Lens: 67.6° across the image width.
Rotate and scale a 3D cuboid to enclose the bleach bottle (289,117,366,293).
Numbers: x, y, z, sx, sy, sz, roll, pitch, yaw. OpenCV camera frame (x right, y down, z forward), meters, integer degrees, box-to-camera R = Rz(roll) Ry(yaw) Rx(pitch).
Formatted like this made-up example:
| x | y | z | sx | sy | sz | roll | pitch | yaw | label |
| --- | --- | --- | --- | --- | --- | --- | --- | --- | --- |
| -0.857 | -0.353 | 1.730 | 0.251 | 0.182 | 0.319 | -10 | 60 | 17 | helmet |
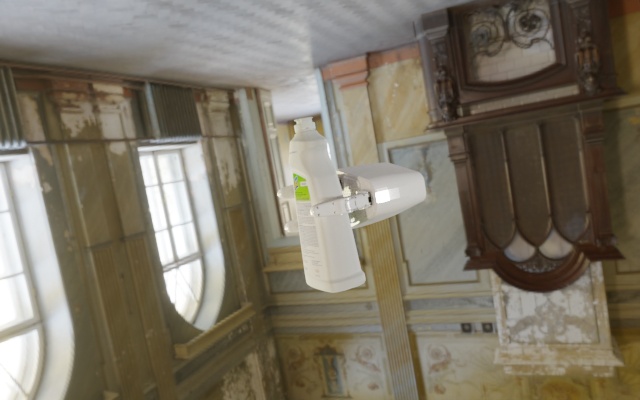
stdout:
| x | y | z | sx | sy | sz | roll | pitch | yaw | label |
| --- | --- | --- | --- | --- | --- | --- | --- | --- | --- |
| 0.000 | 0.002 | 0.707 | 0.068 | 0.251 | 0.102 | -12 | 5 | -29 | bleach bottle |
